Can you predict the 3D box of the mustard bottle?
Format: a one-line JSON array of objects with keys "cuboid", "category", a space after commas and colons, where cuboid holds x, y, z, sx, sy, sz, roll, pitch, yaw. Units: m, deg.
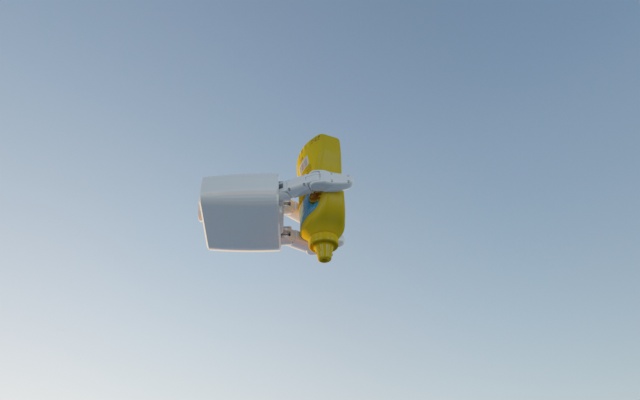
[{"cuboid": [0.000, 0.002, 0.689, 0.058, 0.191, 0.096, 14, -40, -22], "category": "mustard bottle"}]
